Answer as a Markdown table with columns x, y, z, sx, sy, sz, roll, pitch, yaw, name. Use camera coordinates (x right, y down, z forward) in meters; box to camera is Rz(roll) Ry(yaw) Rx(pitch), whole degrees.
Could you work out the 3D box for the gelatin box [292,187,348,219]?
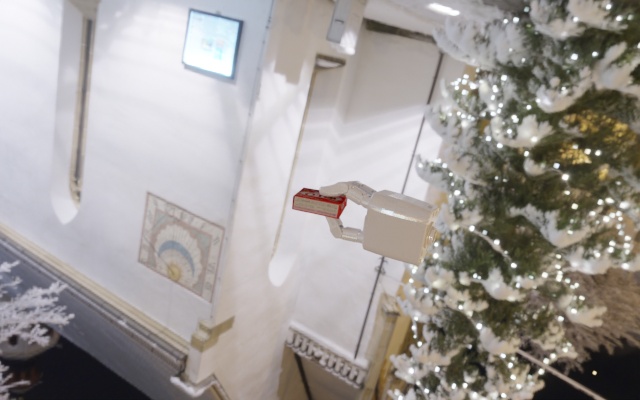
| x | y | z | sx | sy | sz | roll | pitch | yaw | name |
| --- | --- | --- | --- | --- | --- | --- | --- | --- | --- |
| 0.000 | 0.003 | 0.871 | 0.089 | 0.030 | 0.073 | 11 | 15 | 10 | gelatin box |
